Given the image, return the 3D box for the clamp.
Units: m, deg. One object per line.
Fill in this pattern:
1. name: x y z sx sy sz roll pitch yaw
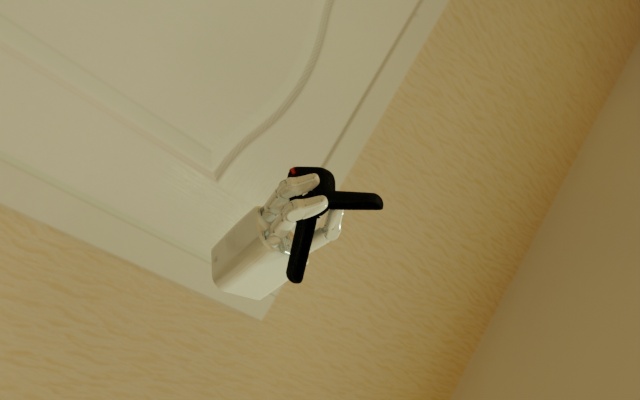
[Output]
1. clamp: 0.000 0.003 0.696 0.036 0.164 0.209 42 17 -35
